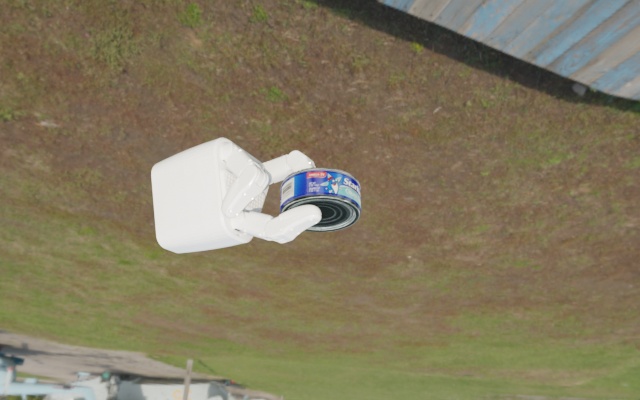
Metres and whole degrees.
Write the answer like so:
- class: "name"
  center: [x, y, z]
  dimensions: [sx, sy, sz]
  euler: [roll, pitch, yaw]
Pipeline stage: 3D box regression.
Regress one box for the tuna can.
- class: "tuna can"
  center: [0.000, 0.002, 0.503]
  dimensions: [0.086, 0.033, 0.086]
  euler: [0, -28, 0]
